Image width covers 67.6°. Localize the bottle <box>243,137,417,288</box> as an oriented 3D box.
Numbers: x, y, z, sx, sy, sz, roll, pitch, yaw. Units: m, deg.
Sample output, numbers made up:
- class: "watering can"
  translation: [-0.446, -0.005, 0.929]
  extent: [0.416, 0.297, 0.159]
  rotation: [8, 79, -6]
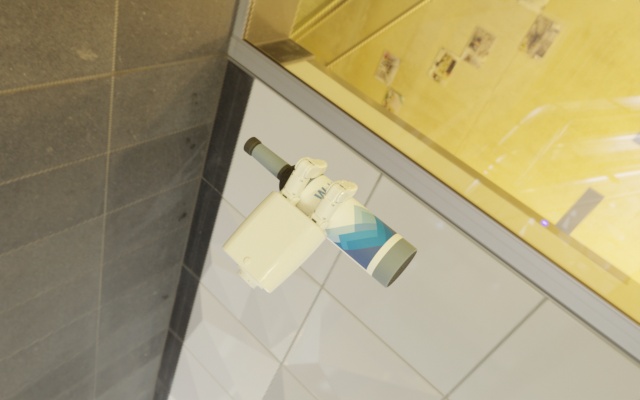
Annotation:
- class: "bottle"
  translation: [0.000, 0.002, 0.678]
  extent: [0.295, 0.069, 0.069]
  rotation: [39, 15, 19]
